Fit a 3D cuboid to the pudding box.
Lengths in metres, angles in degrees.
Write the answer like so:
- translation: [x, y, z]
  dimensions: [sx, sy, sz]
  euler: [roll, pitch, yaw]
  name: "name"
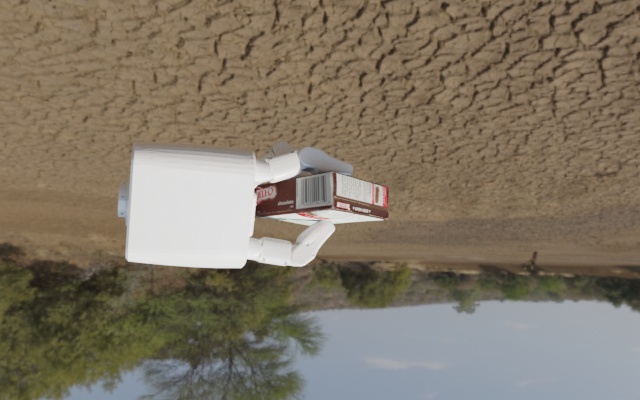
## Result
- translation: [0.000, 0.002, 0.494]
  dimensions: [0.113, 0.039, 0.090]
  euler: [-5, -11, 42]
  name: "pudding box"
